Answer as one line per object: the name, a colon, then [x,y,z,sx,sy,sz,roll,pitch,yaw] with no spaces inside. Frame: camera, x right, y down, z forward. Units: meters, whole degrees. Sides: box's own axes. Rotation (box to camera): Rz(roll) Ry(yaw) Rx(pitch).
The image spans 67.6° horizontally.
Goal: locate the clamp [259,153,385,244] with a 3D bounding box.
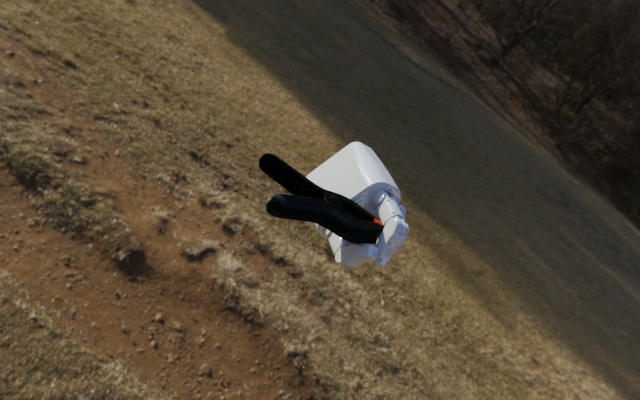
clamp: [0.001,0.002,0.559,0.171,0.039,0.120,25,28,-33]
